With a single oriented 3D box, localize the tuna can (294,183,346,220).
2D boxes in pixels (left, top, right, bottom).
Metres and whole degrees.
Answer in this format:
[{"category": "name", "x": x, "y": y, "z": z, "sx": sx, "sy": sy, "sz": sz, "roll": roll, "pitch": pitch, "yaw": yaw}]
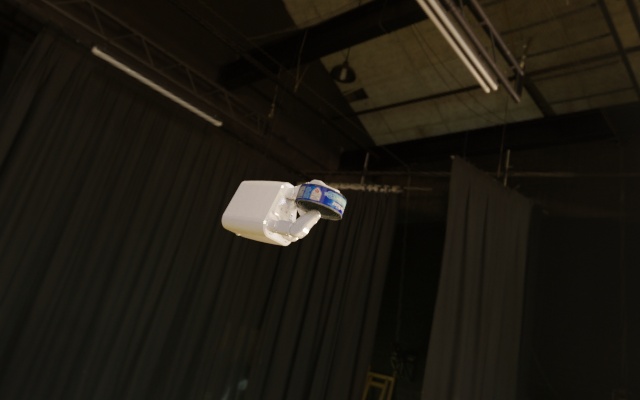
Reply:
[{"category": "tuna can", "x": 0.000, "y": 0.002, "z": 0.816, "sx": 0.086, "sy": 0.033, "sz": 0.086, "roll": 17, "pitch": -15, "yaw": 5}]
